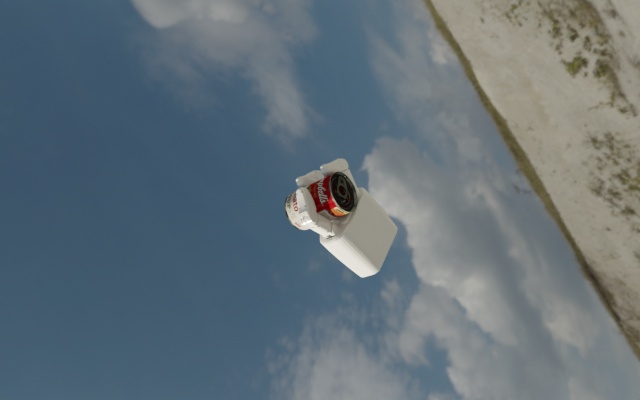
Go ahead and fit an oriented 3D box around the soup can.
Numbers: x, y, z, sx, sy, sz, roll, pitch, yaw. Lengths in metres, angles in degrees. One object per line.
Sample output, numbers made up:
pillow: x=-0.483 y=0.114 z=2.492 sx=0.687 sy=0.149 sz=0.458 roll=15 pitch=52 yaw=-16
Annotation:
soup can: x=0.000 y=0.002 z=0.775 sx=0.102 sy=0.068 sz=0.068 roll=-23 pitch=-14 yaw=36
